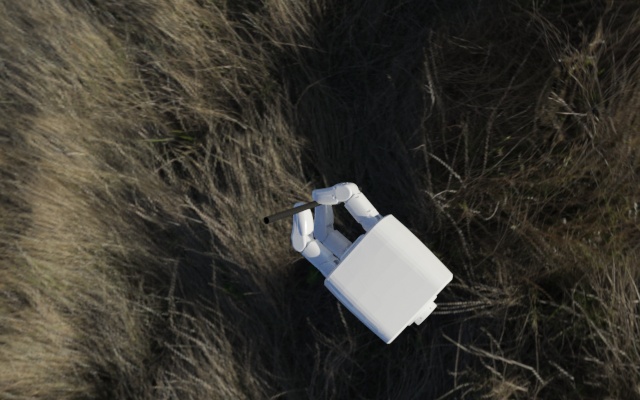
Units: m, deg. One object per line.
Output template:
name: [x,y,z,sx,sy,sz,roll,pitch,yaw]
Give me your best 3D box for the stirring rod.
stirring rod: [0.000,0.002,0.618,0.011,0.011,0.239,0,9,30]
